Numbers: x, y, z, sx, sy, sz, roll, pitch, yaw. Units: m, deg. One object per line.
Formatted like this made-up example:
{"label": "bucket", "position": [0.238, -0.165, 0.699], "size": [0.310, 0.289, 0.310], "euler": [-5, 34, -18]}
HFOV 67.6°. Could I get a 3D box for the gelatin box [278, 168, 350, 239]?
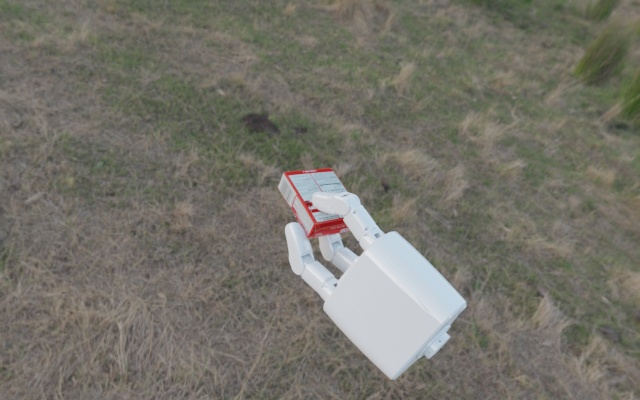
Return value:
{"label": "gelatin box", "position": [0.000, 0.001, 0.581], "size": [0.073, 0.089, 0.030], "euler": [-8, -39, -35]}
